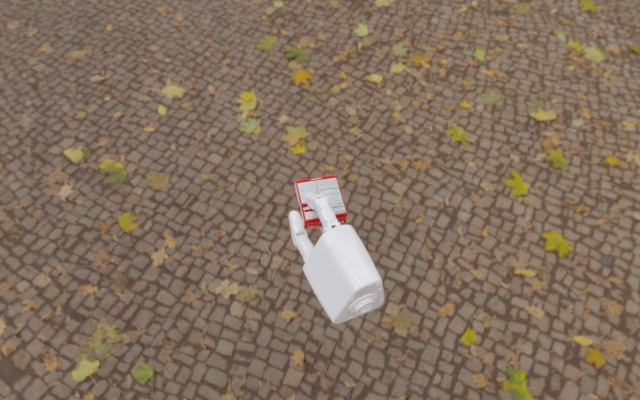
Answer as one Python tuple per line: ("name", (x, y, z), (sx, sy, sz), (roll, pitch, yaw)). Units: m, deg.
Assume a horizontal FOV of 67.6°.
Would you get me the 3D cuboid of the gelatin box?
("gelatin box", (0.000, 0.002, 0.813), (0.073, 0.089, 0.030), (-9, -35, -8))
